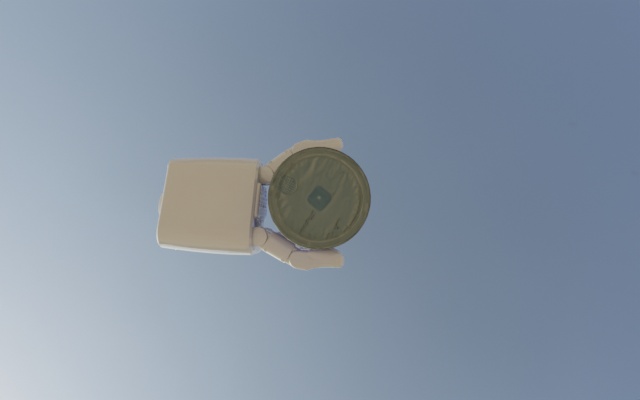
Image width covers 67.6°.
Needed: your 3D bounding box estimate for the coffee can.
[{"bbox_3d":[0.000,0.002,0.541,0.103,0.103,0.140,0,-4,1],"label":"coffee can"}]
